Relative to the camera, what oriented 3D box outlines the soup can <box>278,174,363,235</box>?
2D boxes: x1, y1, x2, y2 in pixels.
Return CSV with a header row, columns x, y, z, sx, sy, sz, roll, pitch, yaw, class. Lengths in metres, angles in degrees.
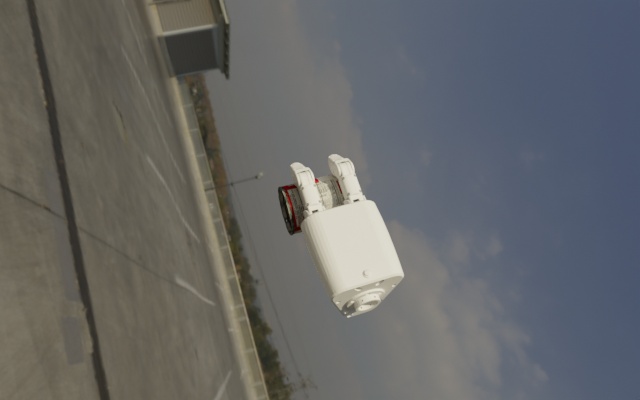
x,y,z,sx,sy,sz,roll,pitch,yaw,class
0.000,0.002,0.651,0.102,0.068,0.068,-14,3,-12,soup can
